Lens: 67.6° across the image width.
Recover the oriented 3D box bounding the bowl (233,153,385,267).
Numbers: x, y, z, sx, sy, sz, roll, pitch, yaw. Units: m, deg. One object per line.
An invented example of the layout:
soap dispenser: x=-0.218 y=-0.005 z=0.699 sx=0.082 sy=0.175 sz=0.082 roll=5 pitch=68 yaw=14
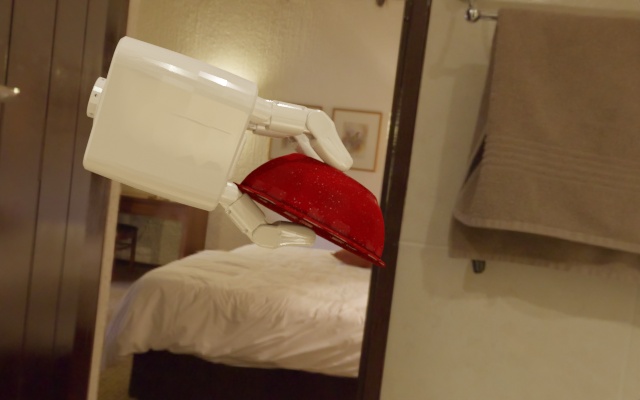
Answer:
bowl: x=0.001 y=0.002 z=0.449 sx=0.162 sy=0.055 sz=0.162 roll=28 pitch=-6 yaw=3
